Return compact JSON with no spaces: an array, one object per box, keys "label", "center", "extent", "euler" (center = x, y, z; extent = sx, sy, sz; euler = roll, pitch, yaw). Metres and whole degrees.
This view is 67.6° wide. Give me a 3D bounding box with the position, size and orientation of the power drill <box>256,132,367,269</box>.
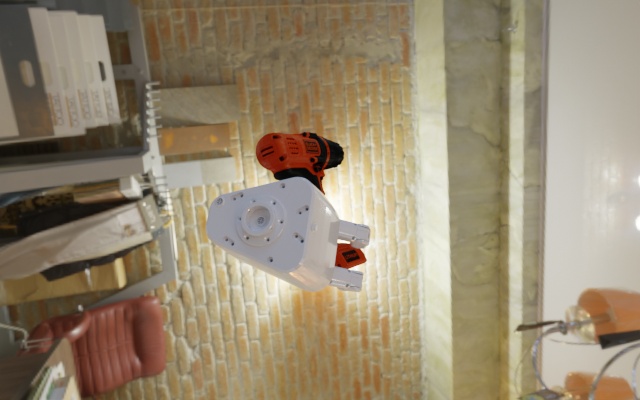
[{"label":"power drill","center":[0.000,0.002,0.625],"extent":[0.057,0.187,0.184],"euler":[-22,-7,29]}]
